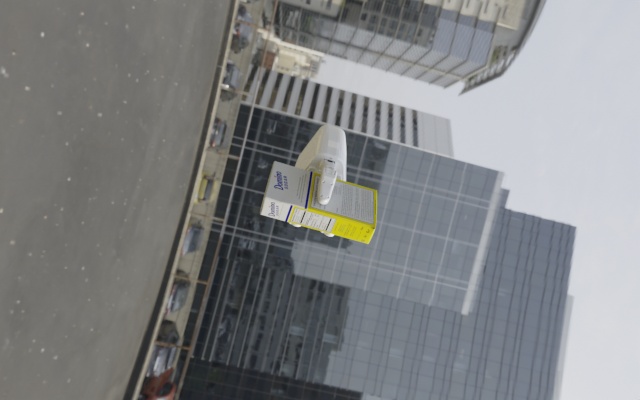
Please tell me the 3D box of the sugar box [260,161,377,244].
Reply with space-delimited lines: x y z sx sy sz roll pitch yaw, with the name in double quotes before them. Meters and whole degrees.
"sugar box" 0.000 0.003 0.752 0.176 0.048 0.093 14 41 -5
